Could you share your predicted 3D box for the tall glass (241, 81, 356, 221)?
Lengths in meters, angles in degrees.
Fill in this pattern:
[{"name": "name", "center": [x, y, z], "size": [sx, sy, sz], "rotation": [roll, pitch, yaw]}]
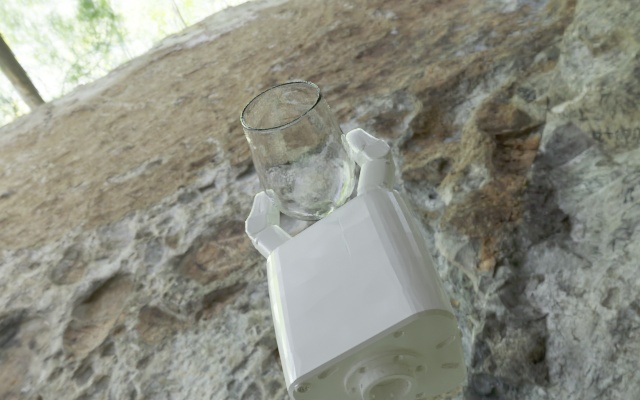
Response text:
[{"name": "tall glass", "center": [0.000, 0.002, 0.409], "size": [0.079, 0.201, 0.079], "rotation": [-13, 40, 11]}]
